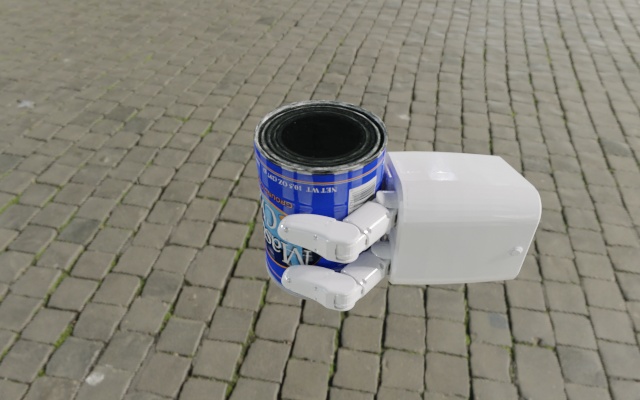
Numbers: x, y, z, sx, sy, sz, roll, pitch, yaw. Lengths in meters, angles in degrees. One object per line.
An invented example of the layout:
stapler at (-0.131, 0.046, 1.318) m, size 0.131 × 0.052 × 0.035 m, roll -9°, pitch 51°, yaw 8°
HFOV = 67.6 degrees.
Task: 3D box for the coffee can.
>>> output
coffee can at (0.000, 0.001, 0.407) m, size 0.103 × 0.140 × 0.102 m, roll 0°, pitch 40°, yaw 0°
